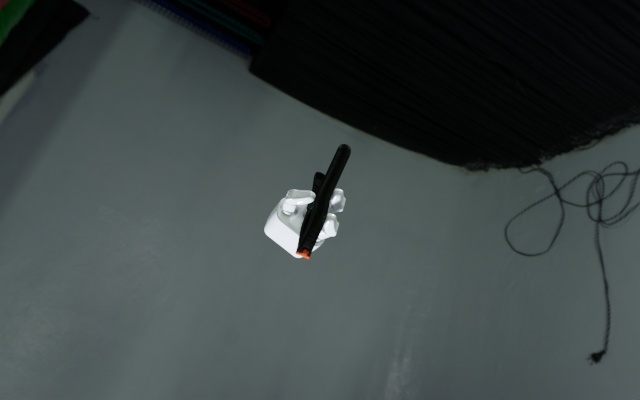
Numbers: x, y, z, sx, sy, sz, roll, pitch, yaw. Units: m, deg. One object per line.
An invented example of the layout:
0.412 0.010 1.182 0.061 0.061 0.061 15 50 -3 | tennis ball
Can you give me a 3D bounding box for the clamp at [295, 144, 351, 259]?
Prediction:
-0.001 0.003 0.881 0.036 0.210 0.165 22 -28 -10 | clamp
